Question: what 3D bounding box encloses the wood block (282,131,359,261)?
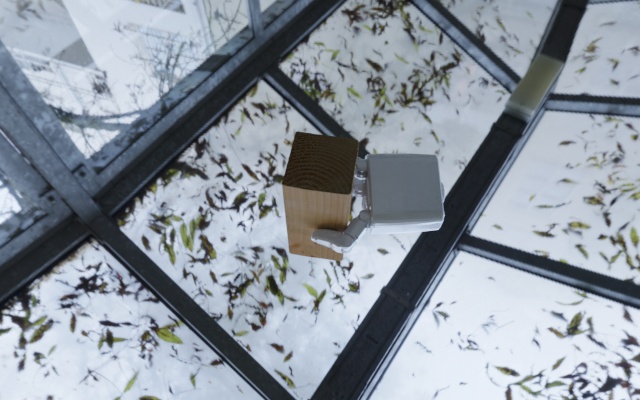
[{"bbox_3d":[0.000,0.003,0.705,0.090,0.090,0.206,8,-31,4],"label":"wood block"}]
